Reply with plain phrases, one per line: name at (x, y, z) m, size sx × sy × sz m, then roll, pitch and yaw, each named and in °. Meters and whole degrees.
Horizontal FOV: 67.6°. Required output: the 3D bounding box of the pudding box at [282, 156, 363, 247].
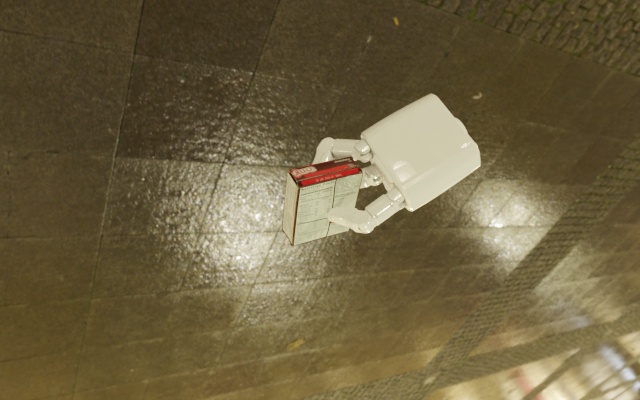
pudding box at (0.000, 0.002, 0.614) m, size 0.090 × 0.114 × 0.039 m, roll -13°, pitch 47°, yaw -22°
